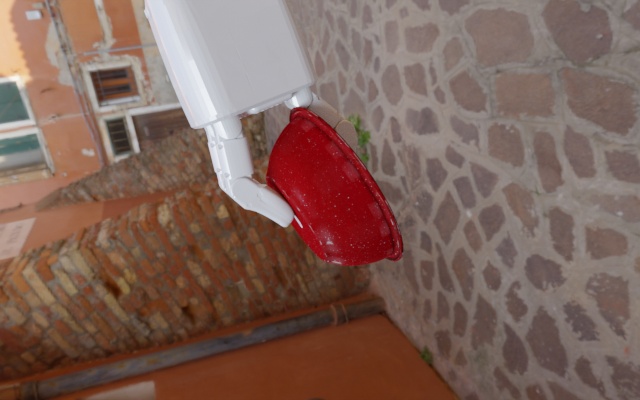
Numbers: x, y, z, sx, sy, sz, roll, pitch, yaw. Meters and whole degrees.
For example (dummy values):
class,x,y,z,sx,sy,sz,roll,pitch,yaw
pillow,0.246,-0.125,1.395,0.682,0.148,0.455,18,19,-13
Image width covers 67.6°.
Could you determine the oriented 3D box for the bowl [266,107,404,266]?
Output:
class,x,y,z,sx,sy,sz,roll,pitch,yaw
bowl,0.000,0.003,0.419,0.055,0.162,0.162,-36,8,-11
